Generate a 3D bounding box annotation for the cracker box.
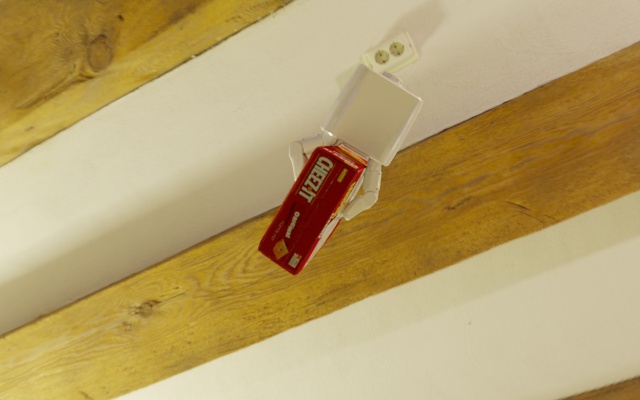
[{"bbox_3d":[0.000,0.002,0.712,0.072,0.164,0.213,32,11,7],"label":"cracker box"}]
